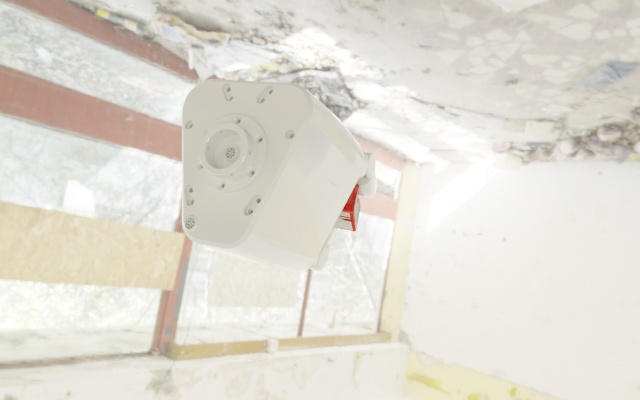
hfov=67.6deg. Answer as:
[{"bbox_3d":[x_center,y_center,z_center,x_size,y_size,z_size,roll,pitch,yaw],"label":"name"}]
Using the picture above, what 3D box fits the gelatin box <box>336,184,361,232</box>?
[{"bbox_3d":[0.000,0.002,0.459,0.073,0.030,0.089,11,-13,9],"label":"gelatin box"}]
